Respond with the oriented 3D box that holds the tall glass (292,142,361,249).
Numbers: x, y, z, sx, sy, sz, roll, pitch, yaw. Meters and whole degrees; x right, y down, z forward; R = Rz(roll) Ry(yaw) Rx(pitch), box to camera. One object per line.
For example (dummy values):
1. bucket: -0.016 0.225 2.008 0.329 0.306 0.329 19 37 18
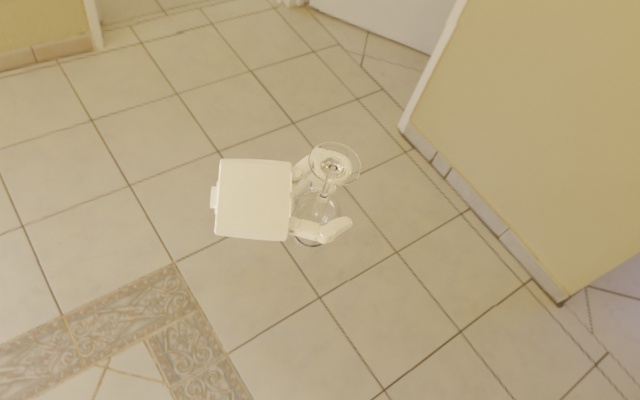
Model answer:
1. tall glass: 0.000 0.002 0.736 0.079 0.079 0.201 0 -33 -13
